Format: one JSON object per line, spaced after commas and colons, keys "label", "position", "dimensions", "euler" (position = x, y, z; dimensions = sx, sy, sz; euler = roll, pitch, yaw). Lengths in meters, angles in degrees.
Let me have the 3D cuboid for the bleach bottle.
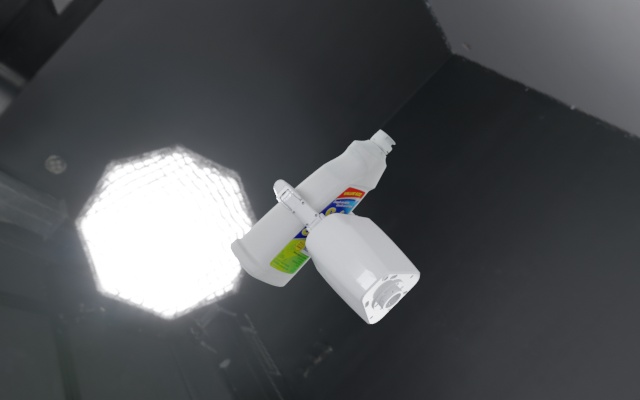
{"label": "bleach bottle", "position": [0.000, 0.002, 0.641], "dimensions": [0.068, 0.251, 0.103], "euler": [46, 4, 33]}
